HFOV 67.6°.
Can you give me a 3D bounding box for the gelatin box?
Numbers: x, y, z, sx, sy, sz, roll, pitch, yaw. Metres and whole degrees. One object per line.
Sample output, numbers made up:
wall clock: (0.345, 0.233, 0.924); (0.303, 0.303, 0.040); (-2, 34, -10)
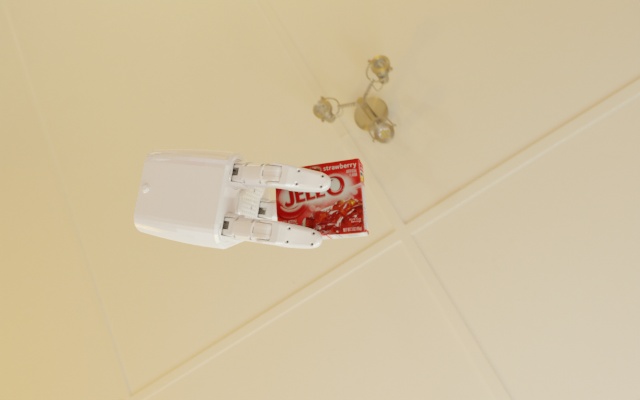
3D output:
gelatin box: (0.001, 0.002, 0.474); (0.089, 0.073, 0.030); (-6, -12, 14)
